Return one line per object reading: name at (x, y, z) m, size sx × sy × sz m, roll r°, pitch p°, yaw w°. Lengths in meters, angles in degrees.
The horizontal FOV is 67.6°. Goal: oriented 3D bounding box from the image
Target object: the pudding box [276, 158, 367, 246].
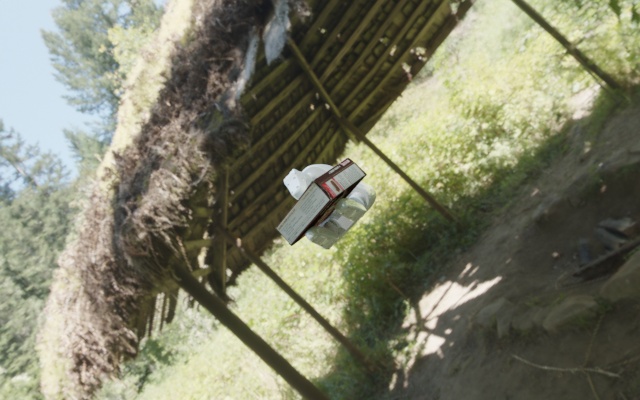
pudding box at (0.000, 0.002, 0.639) m, size 0.090 × 0.039 × 0.113 m, roll -37°, pitch -12°, yaw -48°
